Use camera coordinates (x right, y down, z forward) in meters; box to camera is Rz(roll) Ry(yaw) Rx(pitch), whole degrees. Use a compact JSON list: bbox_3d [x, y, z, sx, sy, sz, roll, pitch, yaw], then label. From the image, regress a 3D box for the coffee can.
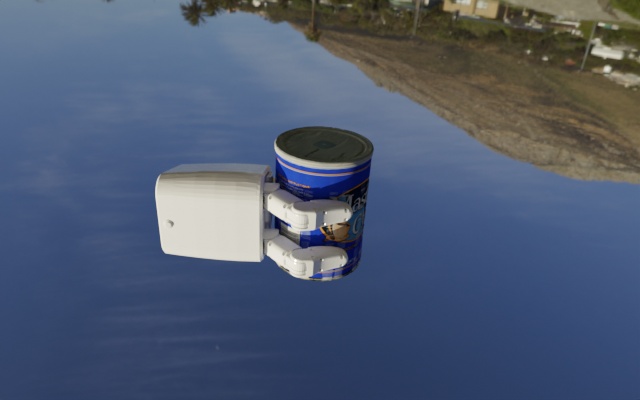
[{"bbox_3d":[0.000,0.002,0.526,0.103,0.140,0.102,3,28,-2],"label":"coffee can"}]
